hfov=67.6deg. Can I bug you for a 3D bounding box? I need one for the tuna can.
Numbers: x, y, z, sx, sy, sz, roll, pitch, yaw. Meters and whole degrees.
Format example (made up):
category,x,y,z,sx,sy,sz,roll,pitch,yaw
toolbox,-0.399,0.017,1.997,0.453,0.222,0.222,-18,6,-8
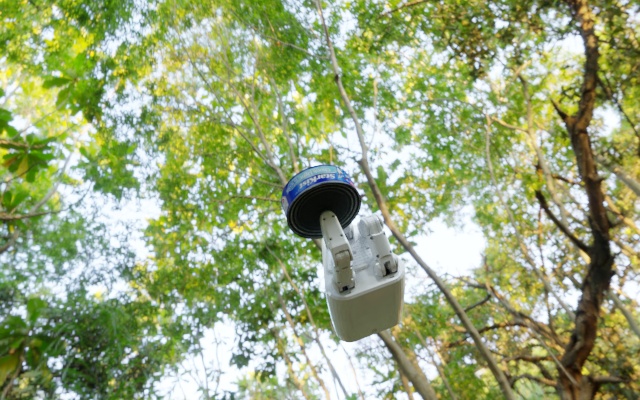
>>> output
category,x,y,z,sx,sy,sz,roll,pitch,yaw
tuna can,0.000,0.001,0.533,0.086,0.086,0.033,0,42,-23
